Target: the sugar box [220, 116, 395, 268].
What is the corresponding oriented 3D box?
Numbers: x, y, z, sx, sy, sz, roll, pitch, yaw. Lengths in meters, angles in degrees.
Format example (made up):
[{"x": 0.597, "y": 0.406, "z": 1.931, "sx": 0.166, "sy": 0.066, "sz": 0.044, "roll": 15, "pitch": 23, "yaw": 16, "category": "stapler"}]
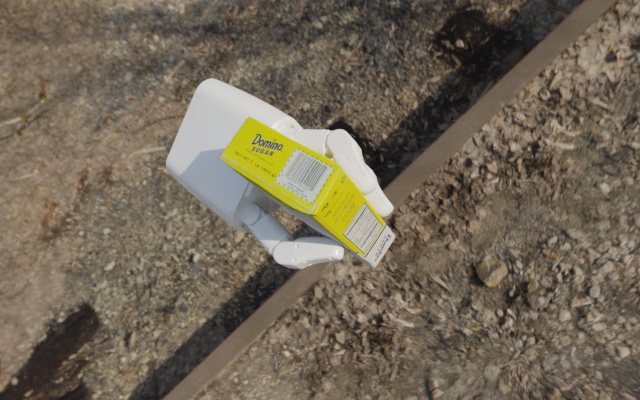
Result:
[{"x": 0.000, "y": 0.001, "z": 0.409, "sx": 0.093, "sy": 0.048, "sz": 0.176, "roll": 32, "pitch": -3, "yaw": 27, "category": "sugar box"}]
